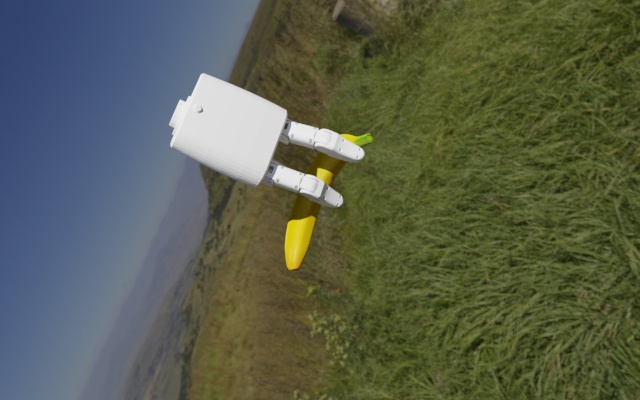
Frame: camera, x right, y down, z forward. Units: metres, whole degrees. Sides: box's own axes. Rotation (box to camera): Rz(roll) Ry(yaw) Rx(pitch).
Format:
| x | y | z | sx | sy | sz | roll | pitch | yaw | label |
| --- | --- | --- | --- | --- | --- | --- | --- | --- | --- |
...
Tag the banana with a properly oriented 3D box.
| x | y | z | sx | sy | sz | roll | pitch | yaw | label |
| --- | --- | --- | --- | --- | --- | --- | --- | --- | --- |
| -0.004 | -0.007 | 0.610 | 0.037 | 0.198 | 0.069 | 23 | 11 | -25 | banana |
